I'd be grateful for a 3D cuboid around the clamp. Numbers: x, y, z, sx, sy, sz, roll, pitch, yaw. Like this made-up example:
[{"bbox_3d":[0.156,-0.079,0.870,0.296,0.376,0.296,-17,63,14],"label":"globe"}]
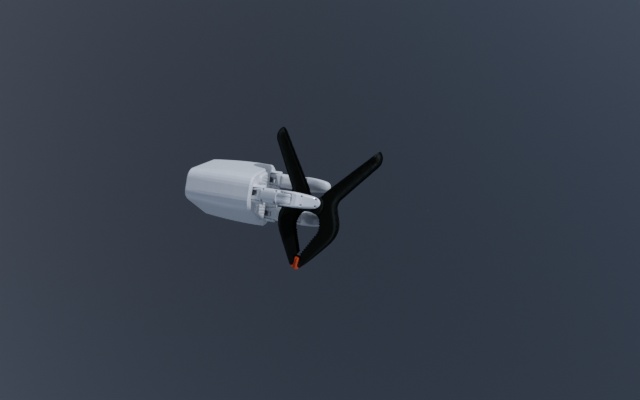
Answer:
[{"bbox_3d":[0.000,0.003,0.717,0.164,0.210,0.036,9,1,12],"label":"clamp"}]
